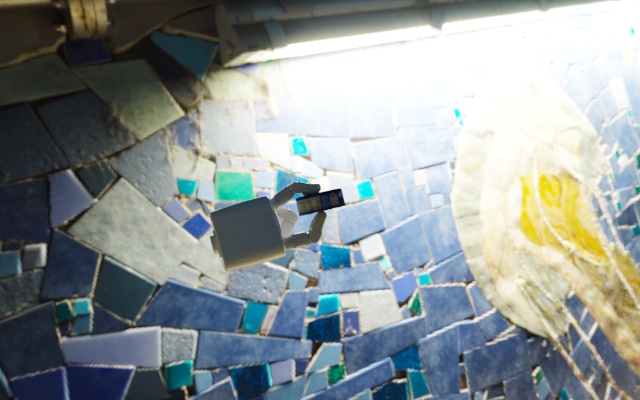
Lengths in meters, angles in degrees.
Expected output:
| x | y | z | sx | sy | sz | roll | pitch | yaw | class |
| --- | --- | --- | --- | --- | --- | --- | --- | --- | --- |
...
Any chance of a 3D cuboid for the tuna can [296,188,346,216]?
| x | y | z | sx | sy | sz | roll | pitch | yaw | class |
| --- | --- | --- | --- | --- | --- | --- | --- | --- | --- |
| 0.000 | 0.002 | 0.844 | 0.086 | 0.034 | 0.086 | -13 | -1 | 0 | tuna can |
